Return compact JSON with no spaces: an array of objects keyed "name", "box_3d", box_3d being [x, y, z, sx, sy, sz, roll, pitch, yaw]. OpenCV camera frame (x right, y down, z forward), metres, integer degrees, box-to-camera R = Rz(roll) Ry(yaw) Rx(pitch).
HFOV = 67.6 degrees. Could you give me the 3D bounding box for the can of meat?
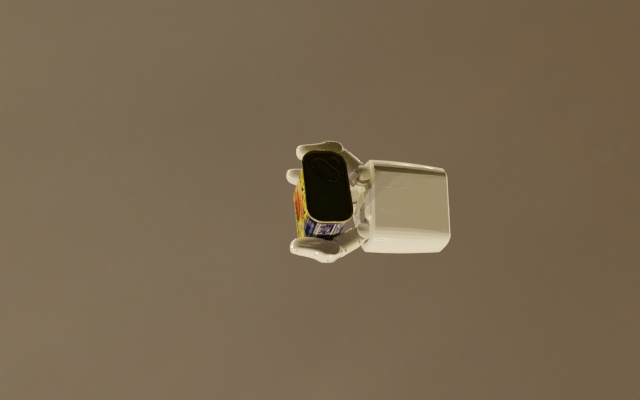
[{"name":"can of meat","box_3d":[0.000,0.002,0.606,0.057,0.102,0.084,0,-30,-13]}]
